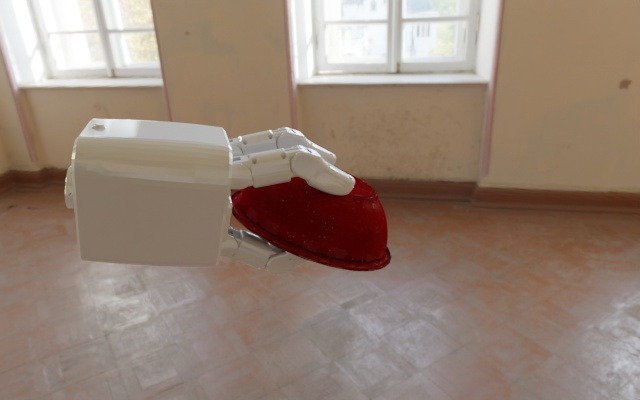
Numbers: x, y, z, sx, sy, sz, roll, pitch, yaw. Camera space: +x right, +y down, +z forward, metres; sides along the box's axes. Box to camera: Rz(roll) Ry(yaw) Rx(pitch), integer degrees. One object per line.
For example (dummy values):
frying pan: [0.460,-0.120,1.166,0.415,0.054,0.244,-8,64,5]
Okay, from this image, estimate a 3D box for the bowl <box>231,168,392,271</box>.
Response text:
bowl: [0.001,0.001,0.445,0.162,0.055,0.162,20,15,-6]
